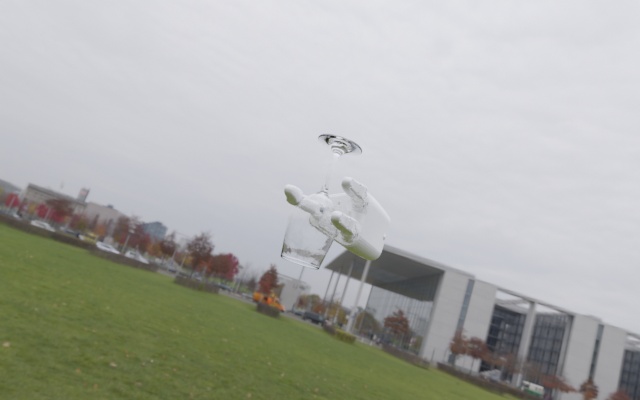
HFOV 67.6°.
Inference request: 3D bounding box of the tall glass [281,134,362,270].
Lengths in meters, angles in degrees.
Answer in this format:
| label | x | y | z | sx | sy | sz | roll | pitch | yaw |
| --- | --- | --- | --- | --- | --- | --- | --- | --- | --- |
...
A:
| label | x | y | z | sx | sy | sz | roll | pitch | yaw |
| --- | --- | --- | --- | --- | --- | --- | --- | --- | --- |
| tall glass | 0.000 | 0.002 | 0.741 | 0.079 | 0.201 | 0.079 | 18 | -13 | 4 |
